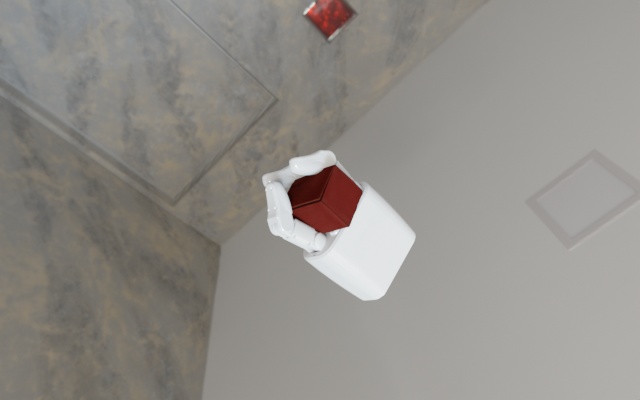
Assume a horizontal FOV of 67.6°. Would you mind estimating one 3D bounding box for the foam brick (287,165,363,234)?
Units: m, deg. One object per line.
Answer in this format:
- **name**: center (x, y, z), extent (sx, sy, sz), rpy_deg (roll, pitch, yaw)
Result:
- **foam brick**: center (0.000, 0.002, 0.550), extent (0.051, 0.053, 0.078), rpy_deg (41, -35, -25)
